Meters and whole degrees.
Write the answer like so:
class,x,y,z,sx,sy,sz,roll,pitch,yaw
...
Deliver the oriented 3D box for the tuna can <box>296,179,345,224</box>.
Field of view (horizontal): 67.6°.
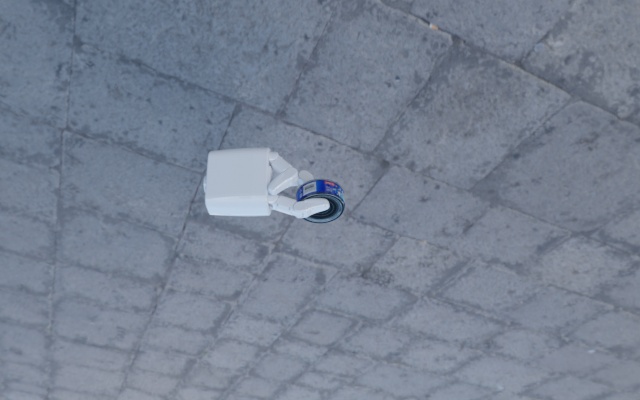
class,x,y,z,sx,sy,sz,roll,pitch,yaw
tuna can,0.000,0.003,0.834,0.086,0.033,0.086,-2,-40,-2
